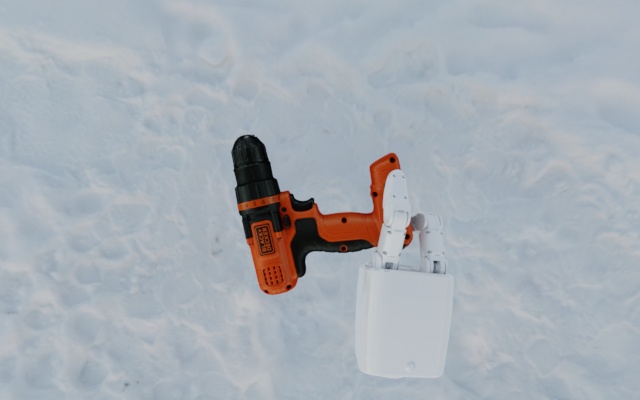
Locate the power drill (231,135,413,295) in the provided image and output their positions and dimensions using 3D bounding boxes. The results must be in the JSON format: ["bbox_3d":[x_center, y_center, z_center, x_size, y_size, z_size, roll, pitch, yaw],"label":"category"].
[{"bbox_3d":[0.001,0.002,0.539,0.187,0.184,0.057,-12,4,6],"label":"power drill"}]
